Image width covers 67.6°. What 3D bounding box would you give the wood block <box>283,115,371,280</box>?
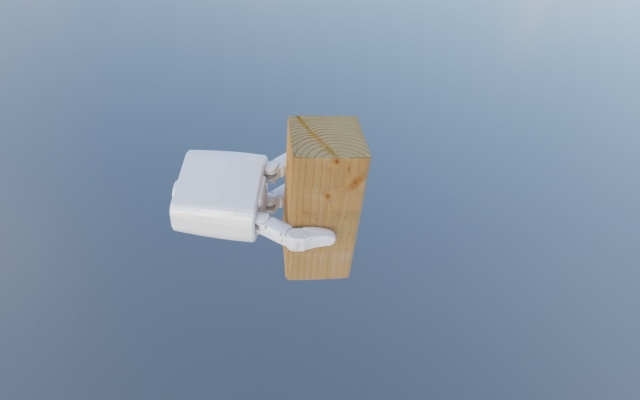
[{"bbox_3d":[0.000,0.002,0.623,0.090,0.206,0.090,-1,41,-8],"label":"wood block"}]
